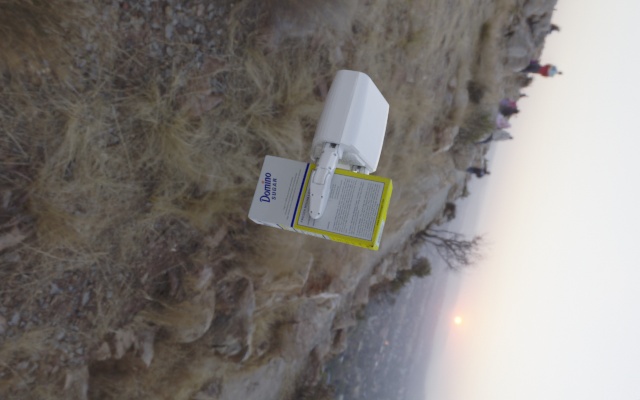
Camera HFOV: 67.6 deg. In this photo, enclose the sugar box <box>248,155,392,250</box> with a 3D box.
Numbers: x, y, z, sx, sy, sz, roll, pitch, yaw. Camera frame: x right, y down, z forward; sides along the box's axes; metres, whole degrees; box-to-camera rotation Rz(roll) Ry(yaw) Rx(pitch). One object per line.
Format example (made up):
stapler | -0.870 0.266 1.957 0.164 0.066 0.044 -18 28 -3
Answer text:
sugar box | 0.000 0.002 0.642 0.176 0.093 0.048 12 -12 16
